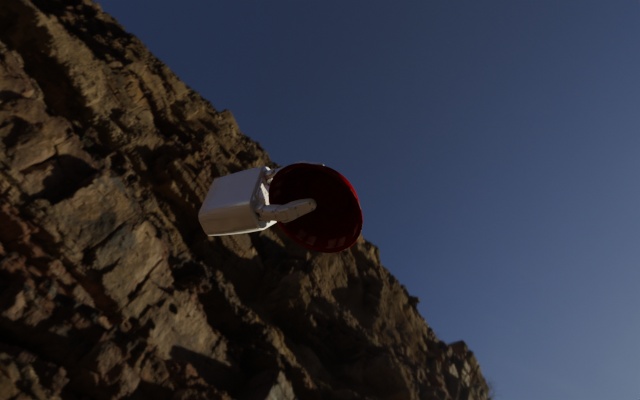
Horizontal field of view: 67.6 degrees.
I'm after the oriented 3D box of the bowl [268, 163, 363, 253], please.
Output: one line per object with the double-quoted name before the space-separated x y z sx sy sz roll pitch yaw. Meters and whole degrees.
"bowl" 0.002 0.002 0.754 0.162 0.162 0.055 0 30 30
